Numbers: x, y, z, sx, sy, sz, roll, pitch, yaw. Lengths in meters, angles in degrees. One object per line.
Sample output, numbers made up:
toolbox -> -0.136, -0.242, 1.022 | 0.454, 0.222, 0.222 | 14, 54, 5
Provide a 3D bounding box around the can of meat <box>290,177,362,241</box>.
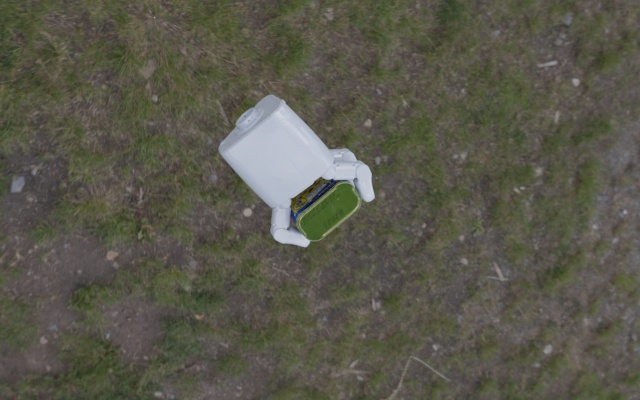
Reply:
can of meat -> 0.000, 0.002, 0.685 | 0.102, 0.057, 0.084 | -40, 27, -1
